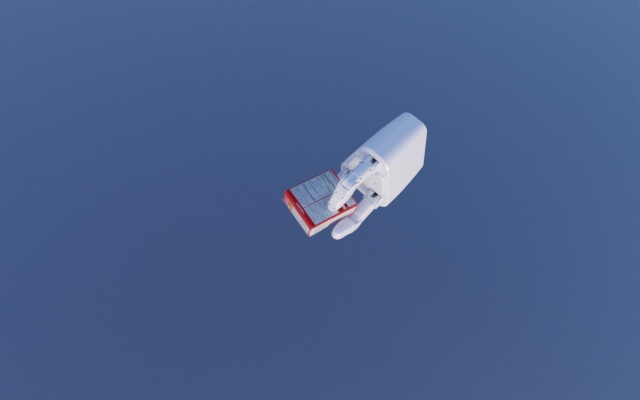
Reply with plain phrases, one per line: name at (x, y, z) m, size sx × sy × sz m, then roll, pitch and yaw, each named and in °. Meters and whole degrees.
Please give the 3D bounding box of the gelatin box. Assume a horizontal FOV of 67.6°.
gelatin box at (0.000, 0.002, 0.716) m, size 0.089 × 0.073 × 0.030 m, roll -27°, pitch -21°, yaw -26°
